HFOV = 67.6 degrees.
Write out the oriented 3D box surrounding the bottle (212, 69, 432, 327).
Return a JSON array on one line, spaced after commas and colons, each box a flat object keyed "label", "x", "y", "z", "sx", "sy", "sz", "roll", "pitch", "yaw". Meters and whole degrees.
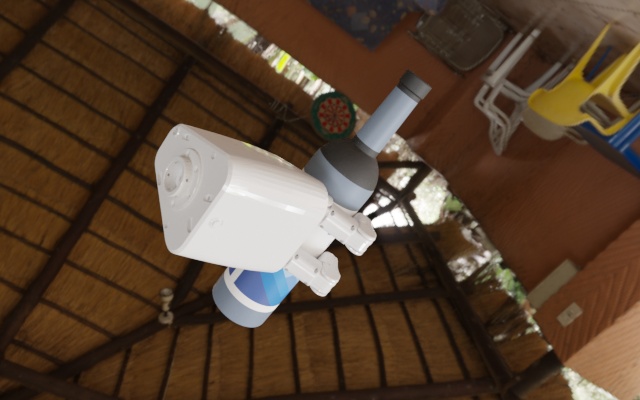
[{"label": "bottle", "x": 0.000, "y": 0.002, "z": 0.466, "sx": 0.069, "sy": 0.296, "sz": 0.069, "roll": 34, "pitch": 19, "yaw": -14}]
